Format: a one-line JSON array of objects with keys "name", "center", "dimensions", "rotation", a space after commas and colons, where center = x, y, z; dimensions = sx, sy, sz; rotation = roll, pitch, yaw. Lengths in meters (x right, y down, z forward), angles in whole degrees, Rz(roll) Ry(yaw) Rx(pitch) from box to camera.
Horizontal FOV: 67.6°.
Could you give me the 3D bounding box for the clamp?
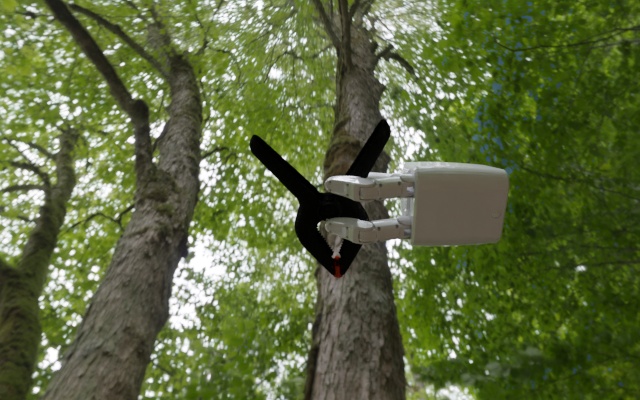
[{"name": "clamp", "center": [0.000, 0.002, 0.593], "dimensions": [0.164, 0.210, 0.036], "rotation": [1, 27, 3]}]
